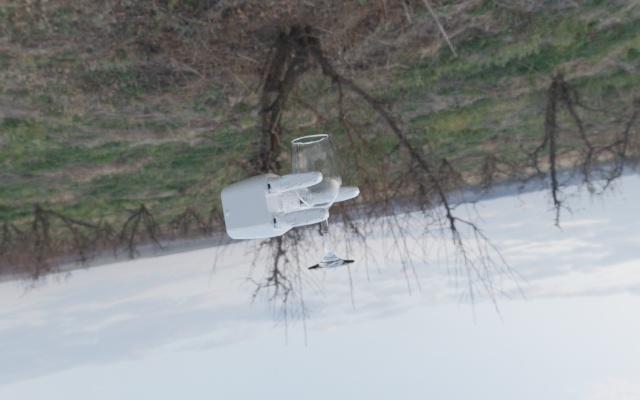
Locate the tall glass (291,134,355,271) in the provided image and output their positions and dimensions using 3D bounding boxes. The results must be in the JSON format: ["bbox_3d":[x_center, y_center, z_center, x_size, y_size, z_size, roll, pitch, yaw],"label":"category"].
[{"bbox_3d":[0.000,0.003,0.740,0.079,0.201,0.079,-9,-1,0],"label":"tall glass"}]
